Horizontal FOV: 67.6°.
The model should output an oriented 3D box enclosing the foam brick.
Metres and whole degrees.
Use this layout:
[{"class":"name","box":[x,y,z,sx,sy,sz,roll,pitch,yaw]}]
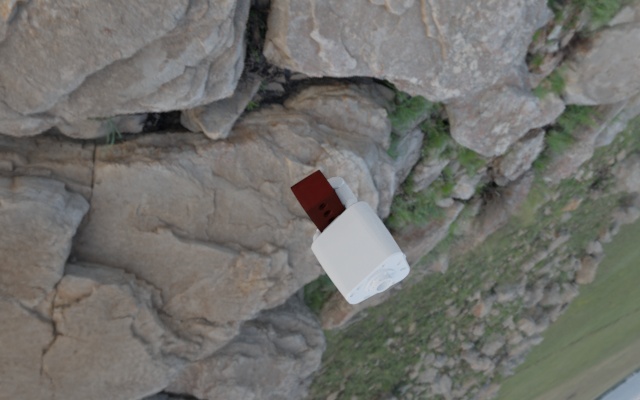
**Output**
[{"class":"foam brick","box":[0.000,0.002,0.716,0.053,0.051,0.078,-34,-35,0]}]
